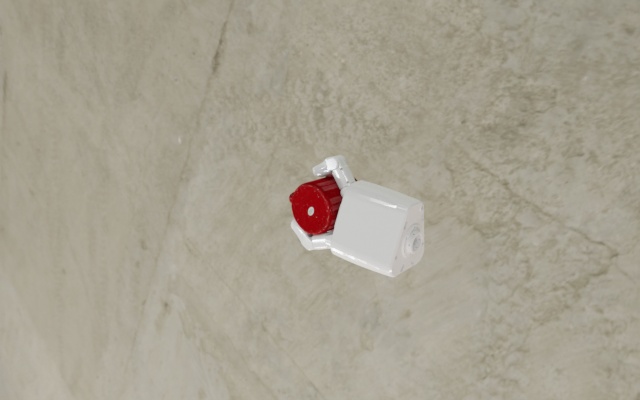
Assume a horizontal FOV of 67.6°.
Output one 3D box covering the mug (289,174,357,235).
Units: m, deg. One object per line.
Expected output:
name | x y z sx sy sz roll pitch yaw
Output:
mug | -0.001 0.002 0.755 0.117 0.093 0.081 18 24 37
